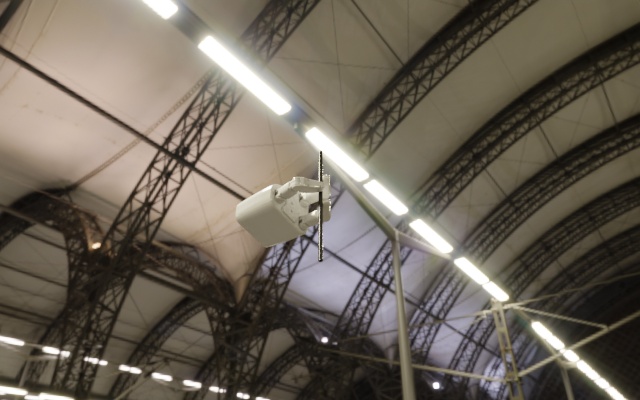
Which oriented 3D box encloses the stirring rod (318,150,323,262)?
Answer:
[{"bbox_3d":[0.000,0.003,0.880,0.011,0.239,0.011,0,-33,0],"label":"stirring rod"}]
